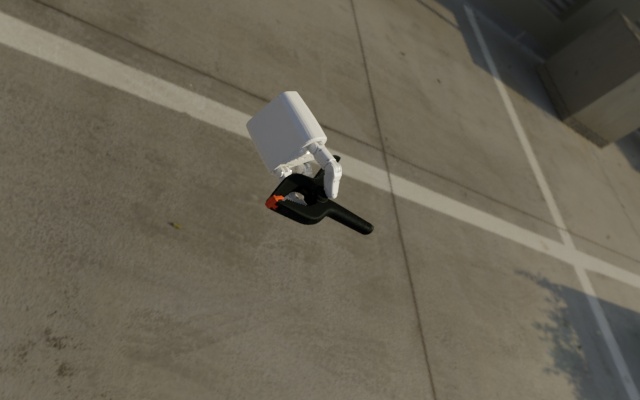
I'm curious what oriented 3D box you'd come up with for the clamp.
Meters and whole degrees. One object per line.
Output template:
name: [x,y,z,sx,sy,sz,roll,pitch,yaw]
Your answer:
clamp: [0.000,0.002,0.817,0.210,0.164,0.036,-15,-19,-47]
